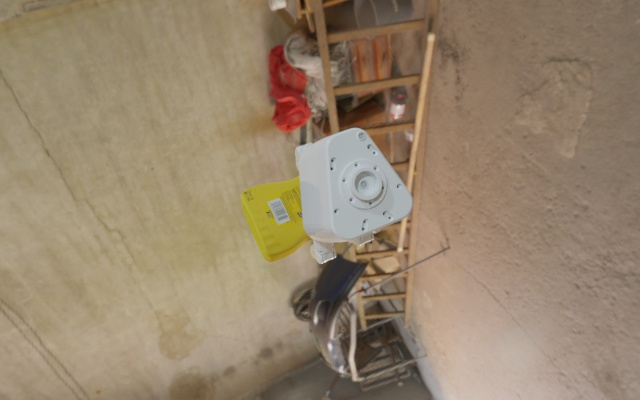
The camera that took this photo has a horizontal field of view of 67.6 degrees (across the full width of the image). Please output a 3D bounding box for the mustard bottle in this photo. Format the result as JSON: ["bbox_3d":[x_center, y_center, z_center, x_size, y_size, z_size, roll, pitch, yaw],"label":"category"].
[{"bbox_3d":[0.000,0.002,0.626,0.191,0.096,0.058,-21,-20,-15],"label":"mustard bottle"}]
